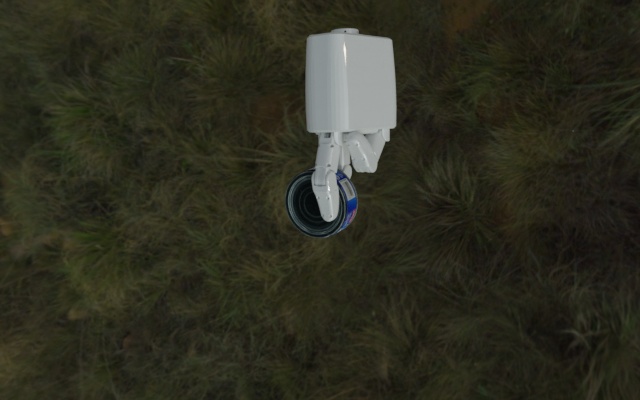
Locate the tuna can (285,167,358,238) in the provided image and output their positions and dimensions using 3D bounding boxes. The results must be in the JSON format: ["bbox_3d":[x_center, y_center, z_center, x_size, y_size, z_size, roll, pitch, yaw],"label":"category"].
[{"bbox_3d":[0.000,0.002,0.581,0.086,0.086,0.033,0,13,28],"label":"tuna can"}]
